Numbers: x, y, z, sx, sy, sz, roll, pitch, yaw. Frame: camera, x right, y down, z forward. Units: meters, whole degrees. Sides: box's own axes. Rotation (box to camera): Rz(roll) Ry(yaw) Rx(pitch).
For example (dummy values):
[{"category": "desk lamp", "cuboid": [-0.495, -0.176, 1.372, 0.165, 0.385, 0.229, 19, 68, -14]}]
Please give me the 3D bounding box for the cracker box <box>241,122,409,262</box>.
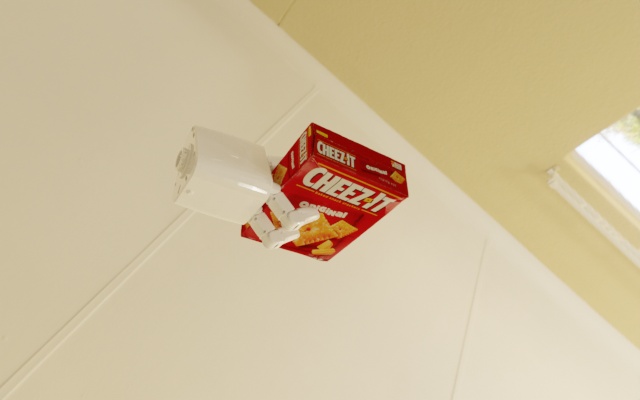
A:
[{"category": "cracker box", "cuboid": [0.000, 0.002, 0.714, 0.164, 0.072, 0.214, 20, -42, -26]}]
